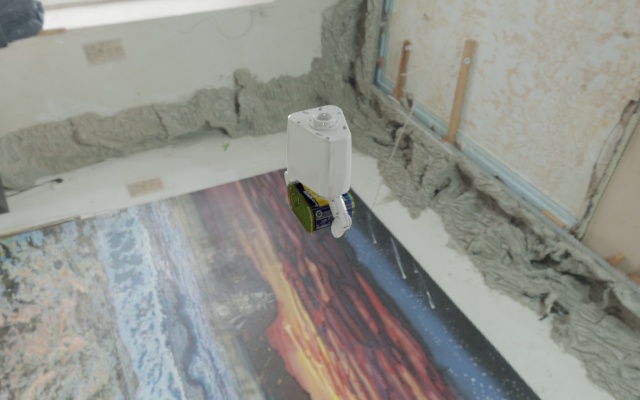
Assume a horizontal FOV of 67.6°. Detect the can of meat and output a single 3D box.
[{"bbox_3d":[0.000,0.003,0.830,0.084,0.057,0.102,-16,41,-20],"label":"can of meat"}]
